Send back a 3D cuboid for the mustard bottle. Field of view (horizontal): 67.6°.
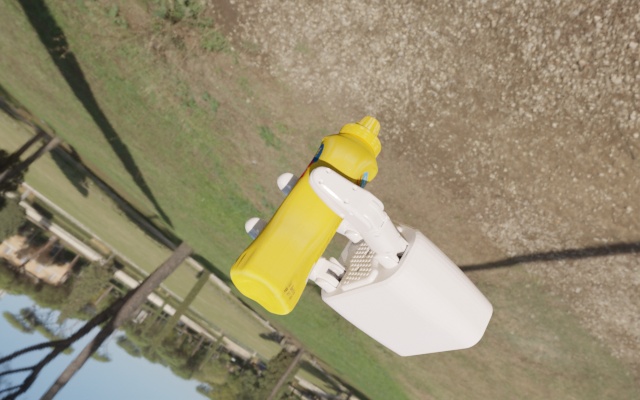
[{"bbox_3d":[0.000,0.001,0.409,0.058,0.191,0.096,32,-22,6],"label":"mustard bottle"}]
